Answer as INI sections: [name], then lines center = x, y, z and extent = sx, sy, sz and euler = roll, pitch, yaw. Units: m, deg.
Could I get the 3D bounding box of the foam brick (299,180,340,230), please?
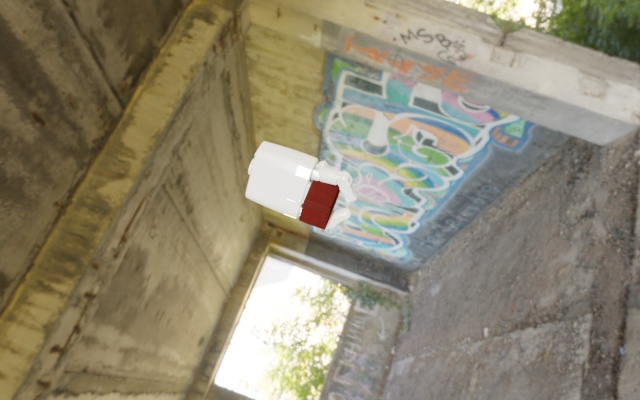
[foam brick]
center = 0.000, 0.003, 0.847
extent = 0.051, 0.053, 0.078
euler = 20, 44, 3
